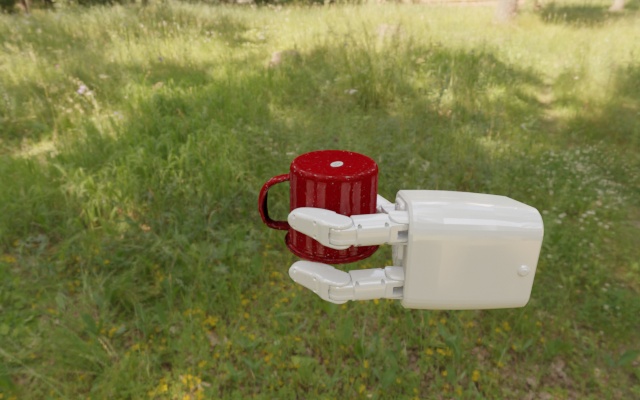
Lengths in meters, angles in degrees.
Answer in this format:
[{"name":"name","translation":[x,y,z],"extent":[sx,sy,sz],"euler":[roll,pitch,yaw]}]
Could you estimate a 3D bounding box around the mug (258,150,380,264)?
[{"name":"mug","translation":[-0.001,0.001,0.450],"extent":[0.117,0.081,0.093],"euler":[1,23,1]}]
